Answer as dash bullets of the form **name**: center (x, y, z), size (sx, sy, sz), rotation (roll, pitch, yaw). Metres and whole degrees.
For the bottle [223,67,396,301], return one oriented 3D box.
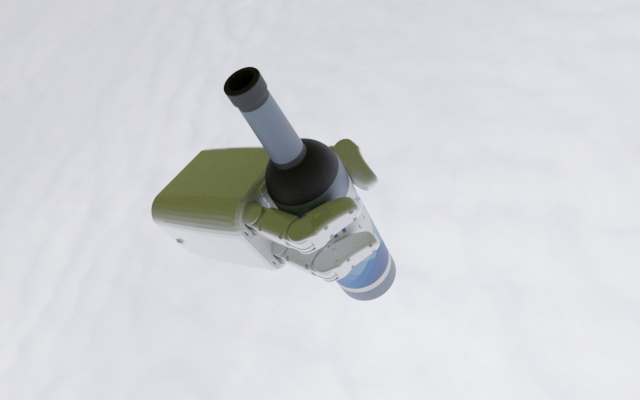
- **bottle**: center (0.000, 0.002, 0.427), size (0.069, 0.069, 0.296), rotation (0, -33, 25)
